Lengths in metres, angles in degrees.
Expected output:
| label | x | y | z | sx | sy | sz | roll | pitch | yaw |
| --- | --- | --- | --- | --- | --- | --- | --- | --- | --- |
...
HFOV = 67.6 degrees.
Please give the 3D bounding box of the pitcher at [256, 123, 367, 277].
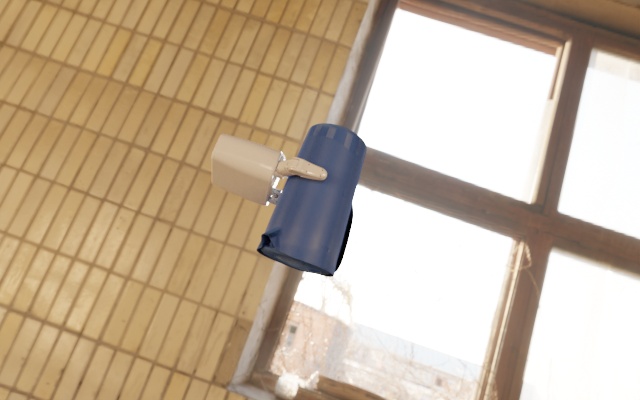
| label | x | y | z | sx | sy | sz | roll | pitch | yaw |
| --- | --- | --- | --- | --- | --- | --- | --- | --- | --- |
| pitcher | 0.000 | 0.003 | 0.812 | 0.145 | 0.242 | 0.149 | 19 | -15 | 0 |
